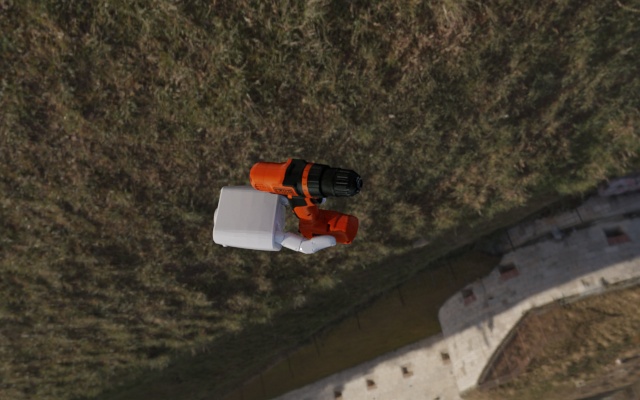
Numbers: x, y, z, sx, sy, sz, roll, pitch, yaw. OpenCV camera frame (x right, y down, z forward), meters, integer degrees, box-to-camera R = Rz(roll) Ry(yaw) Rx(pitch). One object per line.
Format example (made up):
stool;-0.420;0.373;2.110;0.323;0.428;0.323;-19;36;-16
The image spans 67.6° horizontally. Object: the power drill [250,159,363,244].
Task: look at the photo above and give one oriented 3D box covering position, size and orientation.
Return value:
power drill;0.000;0.003;0.770;0.184;0.057;0.188;8;-29;28
